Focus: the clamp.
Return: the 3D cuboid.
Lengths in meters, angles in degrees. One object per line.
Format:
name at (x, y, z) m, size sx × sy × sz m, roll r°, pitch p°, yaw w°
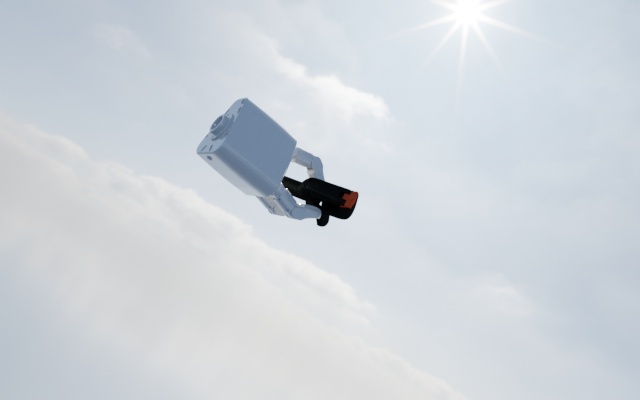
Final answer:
clamp at (0.001, 0.002, 0.781) m, size 0.165 × 0.036 × 0.210 m, roll 39°, pitch -18°, yaw -32°
